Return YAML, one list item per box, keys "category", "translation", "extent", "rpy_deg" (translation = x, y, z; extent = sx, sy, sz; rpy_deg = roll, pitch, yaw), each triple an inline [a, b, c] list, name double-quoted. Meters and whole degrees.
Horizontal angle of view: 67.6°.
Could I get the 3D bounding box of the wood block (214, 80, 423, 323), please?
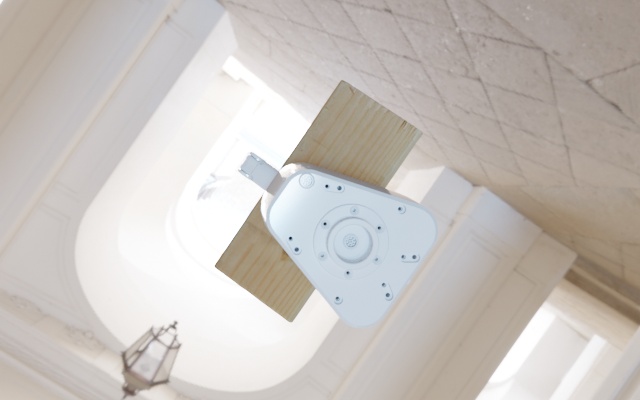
- category: "wood block"
  translation: [0.000, 0.001, 0.468]
  extent: [0.091, 0.206, 0.090]
  rpy_deg: [35, 0, 5]
